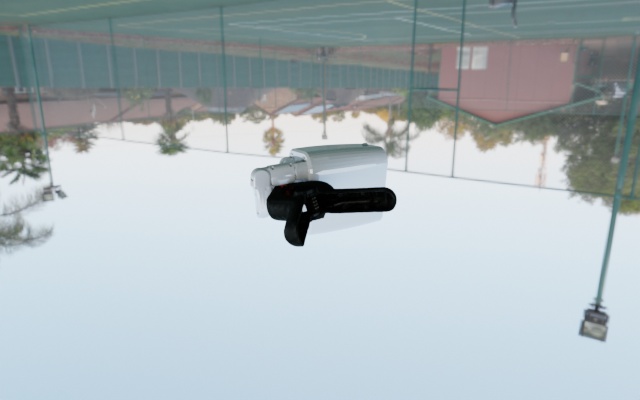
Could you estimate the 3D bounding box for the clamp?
[{"bbox_3d":[0.000,0.002,0.515,0.120,0.039,0.171,-12,17,-17],"label":"clamp"}]
